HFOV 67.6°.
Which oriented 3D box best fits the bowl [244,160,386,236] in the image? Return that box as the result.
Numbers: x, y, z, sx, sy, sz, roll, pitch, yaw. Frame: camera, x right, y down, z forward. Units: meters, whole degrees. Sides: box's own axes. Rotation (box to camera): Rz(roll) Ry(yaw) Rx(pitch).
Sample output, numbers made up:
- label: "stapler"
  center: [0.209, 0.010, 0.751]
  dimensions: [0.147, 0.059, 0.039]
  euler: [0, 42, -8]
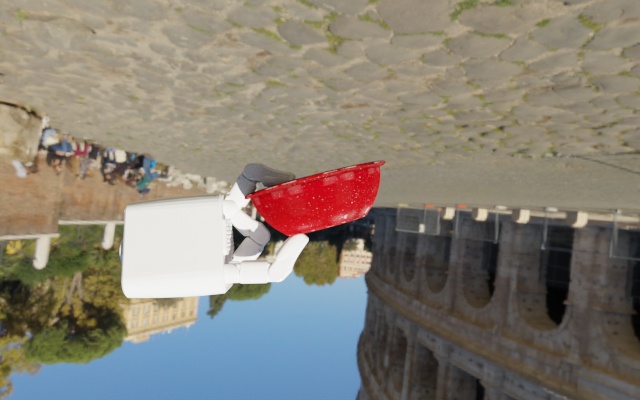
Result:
- label: "bowl"
  center: [0.001, 0.002, 0.532]
  dimensions: [0.162, 0.055, 0.162]
  euler: [-15, -1, 0]
